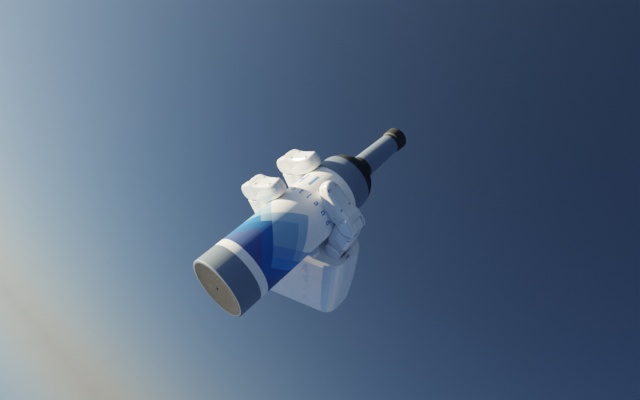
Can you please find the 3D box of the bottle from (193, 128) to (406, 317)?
[{"bbox_3d":[0.000,0.002,0.517,0.295,0.069,0.069,-40,24,-32],"label":"bottle"}]
